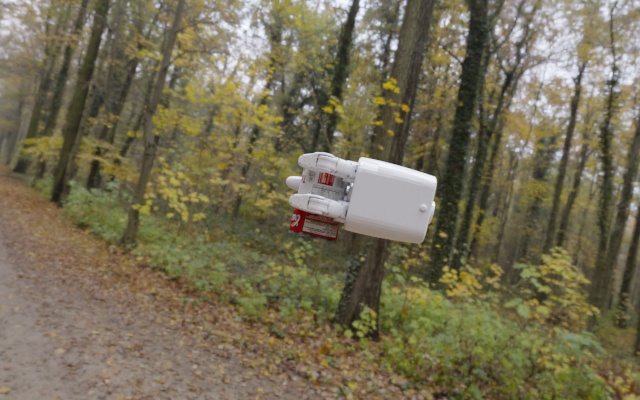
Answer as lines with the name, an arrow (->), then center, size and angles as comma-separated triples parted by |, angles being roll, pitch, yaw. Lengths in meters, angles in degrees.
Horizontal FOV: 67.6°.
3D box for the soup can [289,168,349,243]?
soup can -> 0.000, 0.002, 0.663 | 0.068, 0.102, 0.068 | 13, -3, 1
